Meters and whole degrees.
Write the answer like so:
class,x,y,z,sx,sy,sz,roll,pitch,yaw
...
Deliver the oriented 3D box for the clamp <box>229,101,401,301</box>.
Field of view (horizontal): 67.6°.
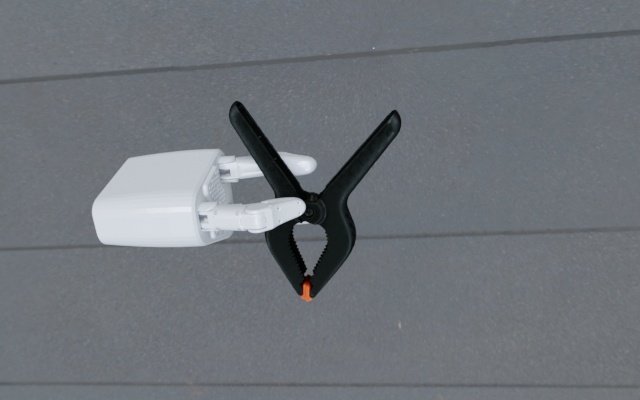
class,x,y,z,sx,sy,sz,roll,pitch,yaw
clamp,0.000,0.002,0.479,0.164,0.210,0.036,-2,18,9
